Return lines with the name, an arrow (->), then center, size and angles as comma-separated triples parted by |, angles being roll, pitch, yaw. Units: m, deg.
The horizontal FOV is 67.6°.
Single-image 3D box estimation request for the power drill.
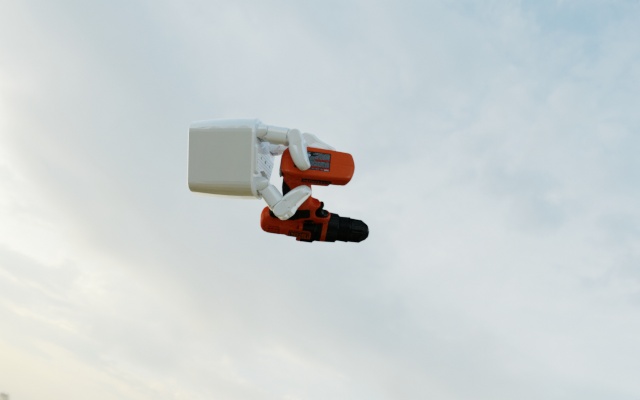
power drill -> 0.000, 0.002, 0.745 | 0.184, 0.057, 0.188 | 6, -39, -5
